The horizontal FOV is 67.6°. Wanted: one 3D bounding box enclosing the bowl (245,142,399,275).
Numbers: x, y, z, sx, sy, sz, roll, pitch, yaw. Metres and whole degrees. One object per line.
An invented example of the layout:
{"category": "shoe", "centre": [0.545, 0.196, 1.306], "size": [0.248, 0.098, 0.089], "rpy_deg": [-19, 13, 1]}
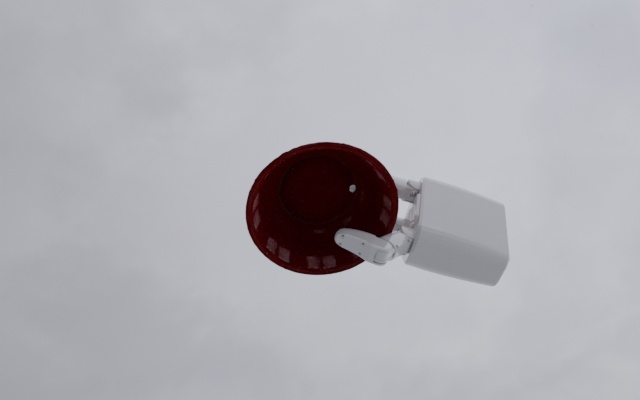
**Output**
{"category": "bowl", "centre": [-0.001, 0.001, 0.520], "size": [0.162, 0.162, 0.055], "rpy_deg": [0, 30, -8]}
